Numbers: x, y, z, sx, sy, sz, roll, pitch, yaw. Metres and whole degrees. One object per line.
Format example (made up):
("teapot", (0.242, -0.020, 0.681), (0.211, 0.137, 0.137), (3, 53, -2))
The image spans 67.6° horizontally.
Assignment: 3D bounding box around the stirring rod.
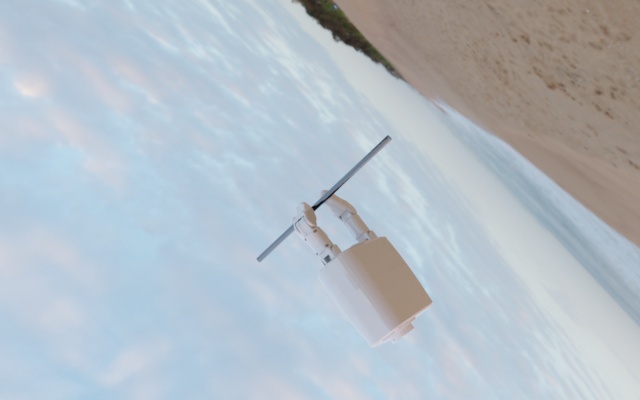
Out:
("stirring rod", (0.000, 0.002, 0.612), (0.239, 0.011, 0.011), (-43, -15, 17))
